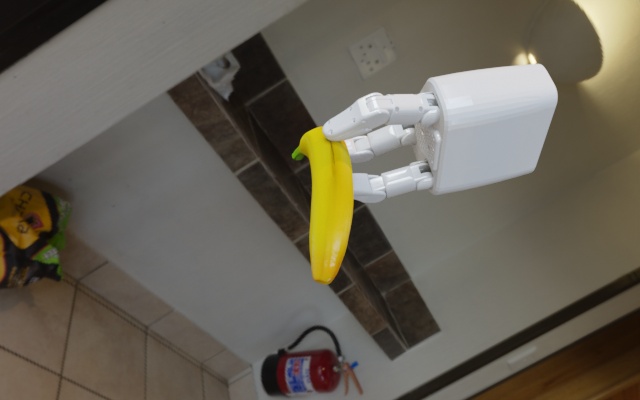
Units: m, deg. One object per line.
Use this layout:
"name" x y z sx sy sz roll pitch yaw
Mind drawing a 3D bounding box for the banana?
"banana" 0.005 -0.015 0.428 0.037 0.070 0.197 10 34 -14
